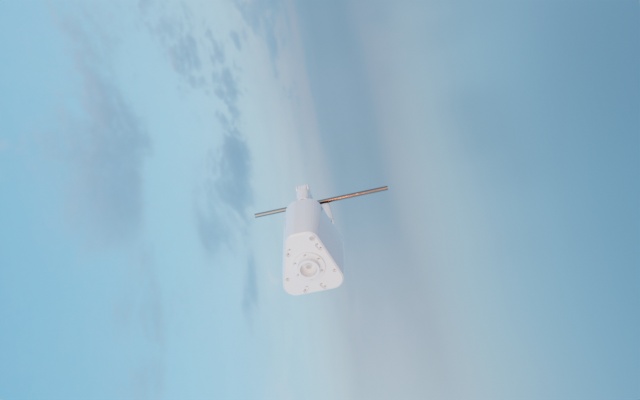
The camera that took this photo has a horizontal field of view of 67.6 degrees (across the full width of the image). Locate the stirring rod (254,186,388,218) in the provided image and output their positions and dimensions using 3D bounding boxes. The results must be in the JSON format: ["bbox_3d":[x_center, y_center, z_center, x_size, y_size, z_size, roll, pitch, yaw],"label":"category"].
[{"bbox_3d":[0.000,0.003,0.843,0.239,0.011,0.011,-12,-1,5],"label":"stirring rod"}]
